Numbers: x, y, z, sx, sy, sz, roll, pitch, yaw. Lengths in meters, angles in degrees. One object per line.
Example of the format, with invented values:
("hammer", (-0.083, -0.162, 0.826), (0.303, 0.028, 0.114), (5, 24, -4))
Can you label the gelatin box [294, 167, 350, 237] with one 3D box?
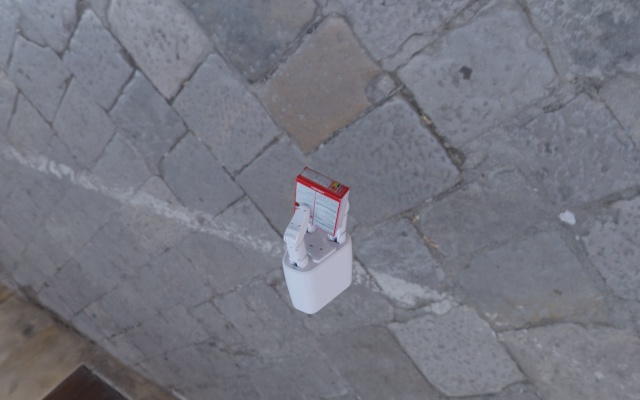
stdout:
("gelatin box", (0.000, 0.002, 0.694), (0.073, 0.089, 0.030), (27, 53, 16))
